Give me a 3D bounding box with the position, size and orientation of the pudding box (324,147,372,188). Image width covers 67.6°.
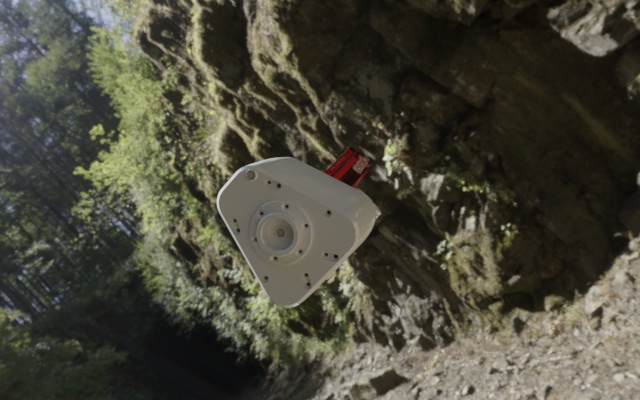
[{"bbox_3d":[0.000,0.002,0.536,0.113,0.039,0.090,-47,-1,41],"label":"pudding box"}]
